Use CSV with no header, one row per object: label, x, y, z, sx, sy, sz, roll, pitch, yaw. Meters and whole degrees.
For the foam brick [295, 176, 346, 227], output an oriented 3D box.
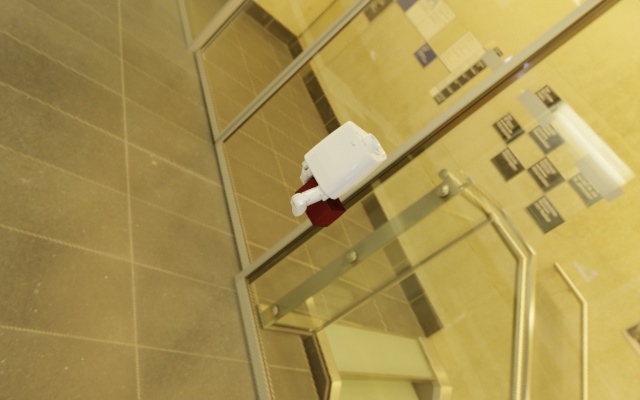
foam brick,0.000,0.003,0.882,0.051,0.078,0.053,-38,-20,22
